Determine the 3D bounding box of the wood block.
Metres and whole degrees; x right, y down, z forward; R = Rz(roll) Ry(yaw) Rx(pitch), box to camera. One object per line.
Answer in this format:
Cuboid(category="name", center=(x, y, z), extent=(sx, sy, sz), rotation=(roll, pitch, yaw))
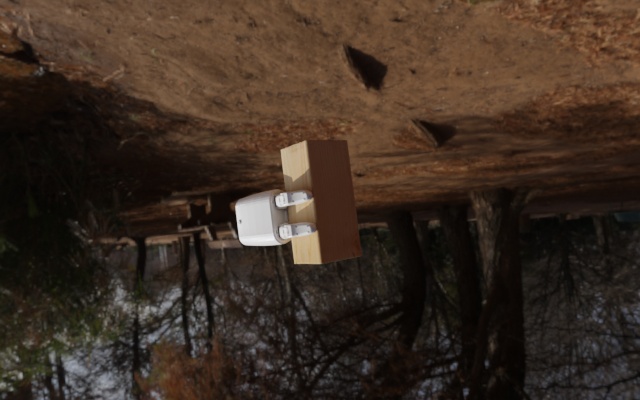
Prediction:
Cuboid(category="wood block", center=(0.000, 0.003, 0.845), extent=(0.091, 0.206, 0.090), rotation=(-6, -3, -36))
